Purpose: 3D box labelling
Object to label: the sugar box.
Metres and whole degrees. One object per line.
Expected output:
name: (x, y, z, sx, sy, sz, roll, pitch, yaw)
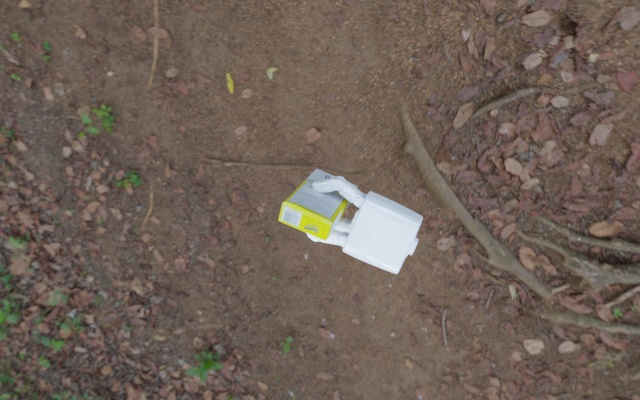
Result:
sugar box: (0.000, 0.003, 0.874, 0.093, 0.048, 0.176, 24, 25, 9)
